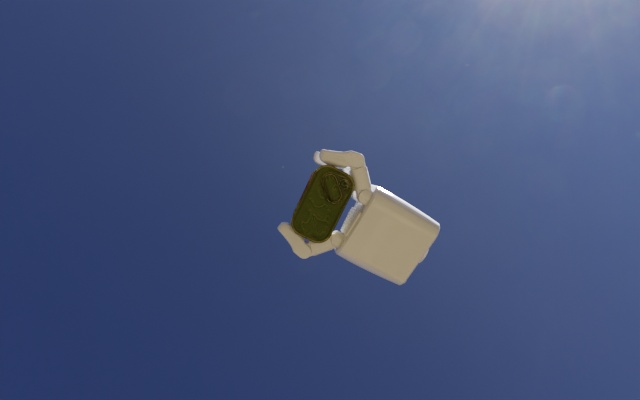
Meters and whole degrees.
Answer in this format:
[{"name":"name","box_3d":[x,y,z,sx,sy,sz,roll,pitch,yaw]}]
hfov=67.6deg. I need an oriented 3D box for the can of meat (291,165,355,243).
[{"name":"can of meat","box_3d":[0.000,0.002,0.666,0.057,0.102,0.084,26,2,-5]}]
